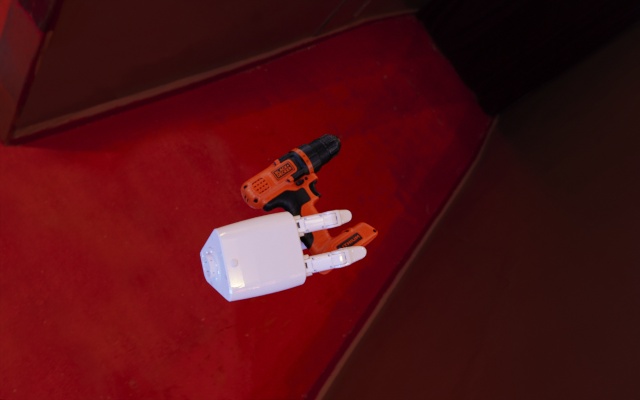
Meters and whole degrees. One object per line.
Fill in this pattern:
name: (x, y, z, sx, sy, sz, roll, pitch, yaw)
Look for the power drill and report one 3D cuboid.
power drill: (0.000, 0.003, 0.732, 0.184, 0.187, 0.057, -35, -12, -21)
